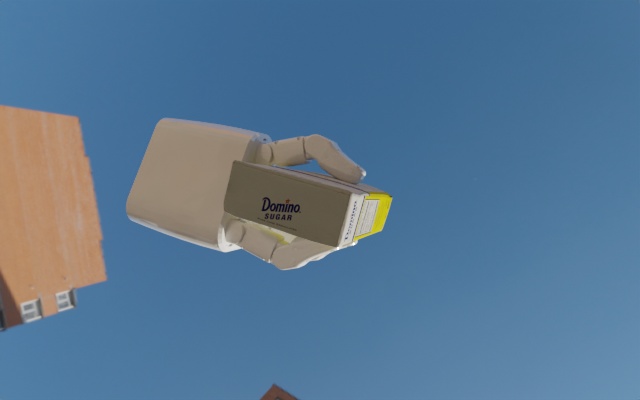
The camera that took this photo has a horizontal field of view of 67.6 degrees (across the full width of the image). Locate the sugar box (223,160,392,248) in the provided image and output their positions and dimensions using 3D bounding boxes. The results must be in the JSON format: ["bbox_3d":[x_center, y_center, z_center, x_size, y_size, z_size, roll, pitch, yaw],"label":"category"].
[{"bbox_3d":[0.000,0.002,0.409,0.093,0.048,0.176,16,7,17],"label":"sugar box"}]
